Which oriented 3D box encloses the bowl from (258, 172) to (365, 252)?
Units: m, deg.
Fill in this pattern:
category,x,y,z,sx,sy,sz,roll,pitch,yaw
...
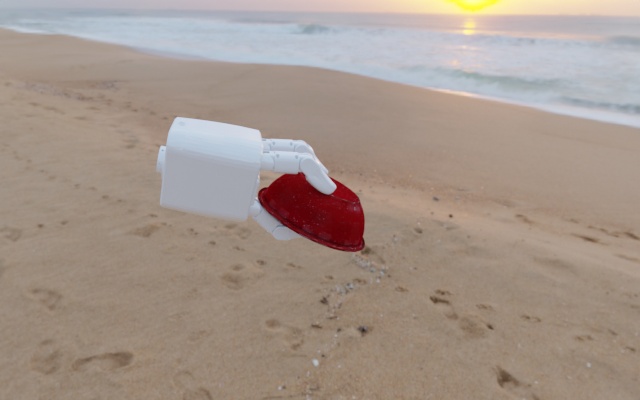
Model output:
category,x,y,z,sx,sy,sz,roll,pitch,yaw
bowl,0.001,0.002,0.641,0.162,0.055,0.162,26,15,-8
